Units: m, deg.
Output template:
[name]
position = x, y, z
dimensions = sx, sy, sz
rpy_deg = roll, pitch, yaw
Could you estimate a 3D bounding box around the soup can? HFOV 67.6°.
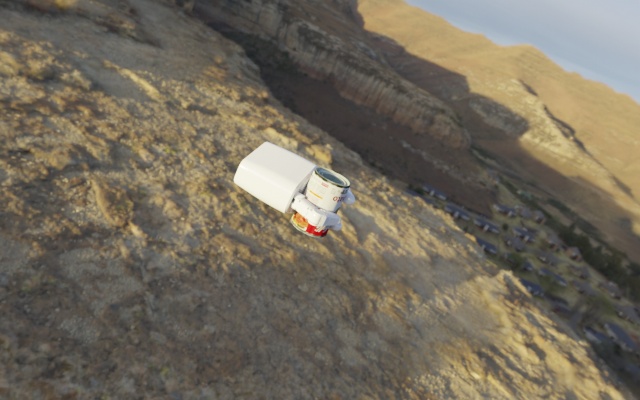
[soup can]
position = 0.001, 0.003, 0.814
dimensions = 0.068, 0.102, 0.068
rpy_deg = 23, 20, -9
